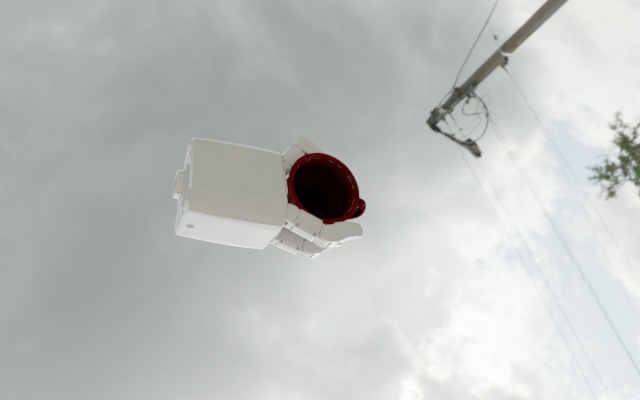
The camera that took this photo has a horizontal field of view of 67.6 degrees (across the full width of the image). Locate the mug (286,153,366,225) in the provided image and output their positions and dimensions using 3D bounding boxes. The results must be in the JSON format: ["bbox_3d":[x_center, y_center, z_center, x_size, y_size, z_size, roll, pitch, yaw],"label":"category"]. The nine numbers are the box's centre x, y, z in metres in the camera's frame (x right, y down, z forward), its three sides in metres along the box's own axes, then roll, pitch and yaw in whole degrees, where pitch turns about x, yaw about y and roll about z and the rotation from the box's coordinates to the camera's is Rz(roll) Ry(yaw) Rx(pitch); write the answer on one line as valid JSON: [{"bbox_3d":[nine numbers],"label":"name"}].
[{"bbox_3d":[0.001,0.002,0.604,0.117,0.093,0.081,11,-28,-22],"label":"mug"}]
